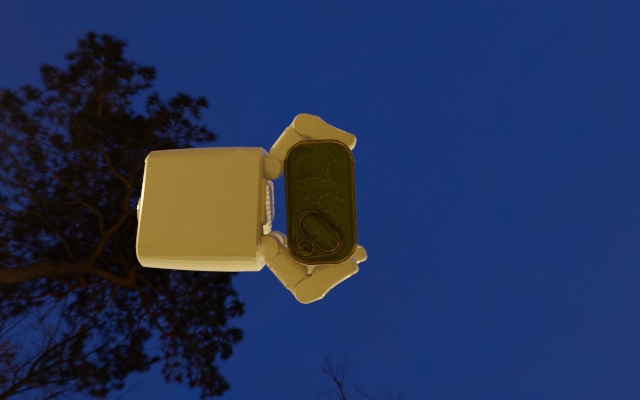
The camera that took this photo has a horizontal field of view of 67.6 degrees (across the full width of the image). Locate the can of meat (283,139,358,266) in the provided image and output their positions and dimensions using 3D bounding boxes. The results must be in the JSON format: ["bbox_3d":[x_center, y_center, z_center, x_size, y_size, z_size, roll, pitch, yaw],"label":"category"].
[{"bbox_3d":[0.000,0.001,0.426,0.057,0.102,0.084,-3,0,0],"label":"can of meat"}]
